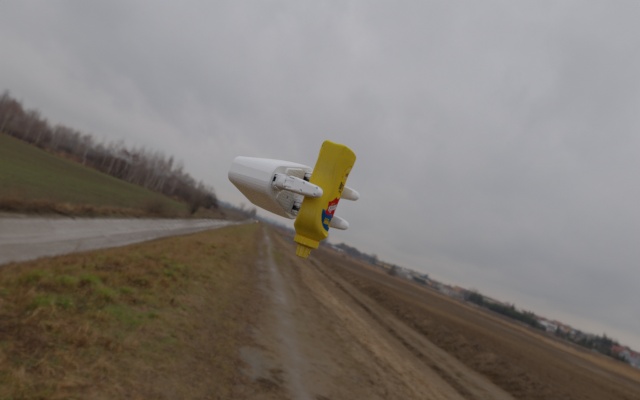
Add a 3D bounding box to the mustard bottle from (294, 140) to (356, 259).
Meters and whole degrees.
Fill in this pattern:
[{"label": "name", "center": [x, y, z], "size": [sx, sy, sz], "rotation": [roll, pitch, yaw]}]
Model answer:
[{"label": "mustard bottle", "center": [0.001, 0.002, 0.787], "size": [0.058, 0.191, 0.096], "rotation": [19, -5, 13]}]
